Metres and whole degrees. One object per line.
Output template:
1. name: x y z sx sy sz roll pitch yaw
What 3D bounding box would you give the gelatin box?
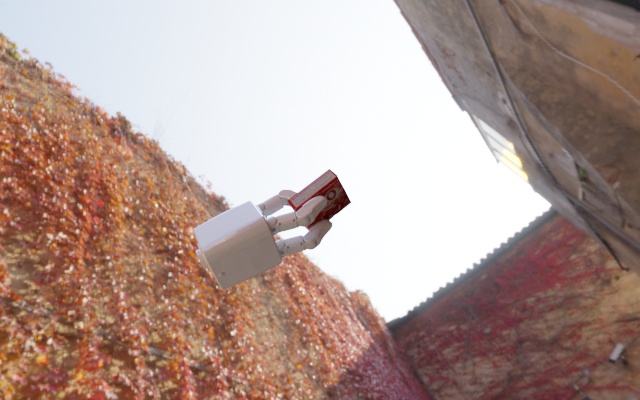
1. gelatin box: 0.000 0.002 0.784 0.030 0.089 0.073 46 -9 43
